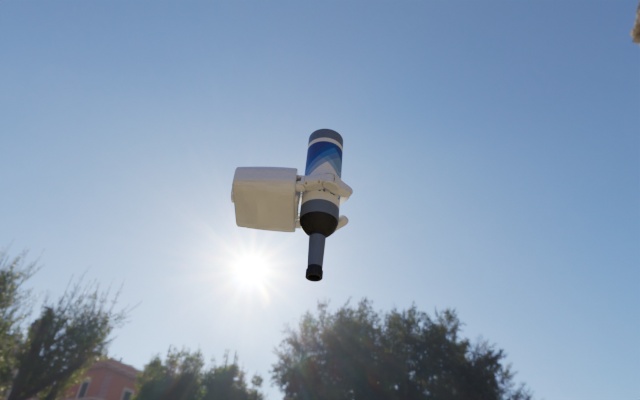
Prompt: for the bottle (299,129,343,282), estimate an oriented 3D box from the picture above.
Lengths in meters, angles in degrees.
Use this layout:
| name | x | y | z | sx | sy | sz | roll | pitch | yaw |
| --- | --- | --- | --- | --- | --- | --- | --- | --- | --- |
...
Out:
| name | x | y | z | sx | sy | sz | roll | pitch | yaw |
| --- | --- | --- | --- | --- | --- | --- | --- | --- | --- |
| bottle | 0.000 | 0.002 | 0.824 | 0.069 | 0.295 | 0.069 | 3 | -37 | 2 |
